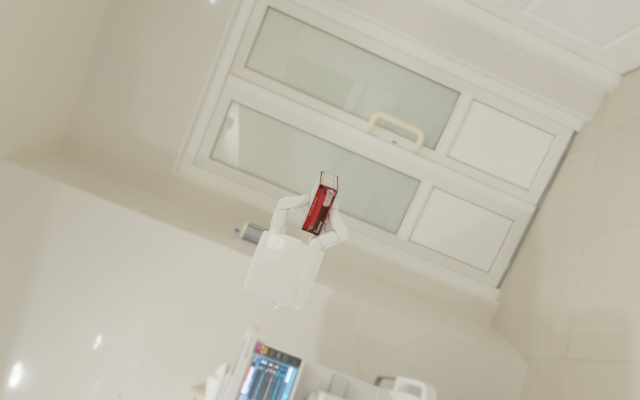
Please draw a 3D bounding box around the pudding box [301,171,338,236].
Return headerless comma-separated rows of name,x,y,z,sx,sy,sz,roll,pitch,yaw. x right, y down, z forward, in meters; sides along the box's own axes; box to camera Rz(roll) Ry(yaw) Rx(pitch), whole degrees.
pudding box,0.000,0.003,0.856,0.039,0.090,0.113,22,15,-6
